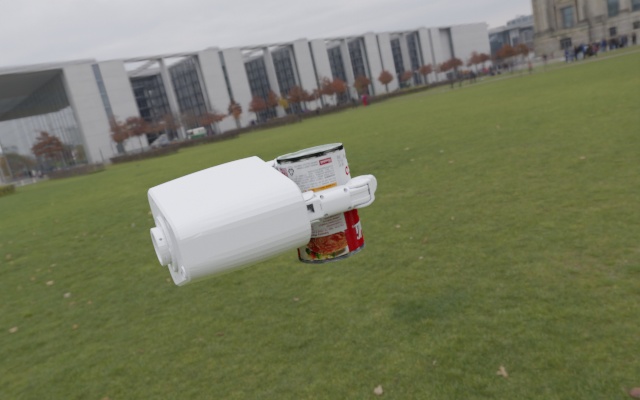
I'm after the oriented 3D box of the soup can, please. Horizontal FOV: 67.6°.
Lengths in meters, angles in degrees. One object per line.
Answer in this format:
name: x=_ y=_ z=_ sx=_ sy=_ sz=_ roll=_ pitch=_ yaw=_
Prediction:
soup can: x=0.000 y=0.001 z=0.463 sx=0.068 sy=0.102 sz=0.068 roll=-12 pitch=11 yaw=2
